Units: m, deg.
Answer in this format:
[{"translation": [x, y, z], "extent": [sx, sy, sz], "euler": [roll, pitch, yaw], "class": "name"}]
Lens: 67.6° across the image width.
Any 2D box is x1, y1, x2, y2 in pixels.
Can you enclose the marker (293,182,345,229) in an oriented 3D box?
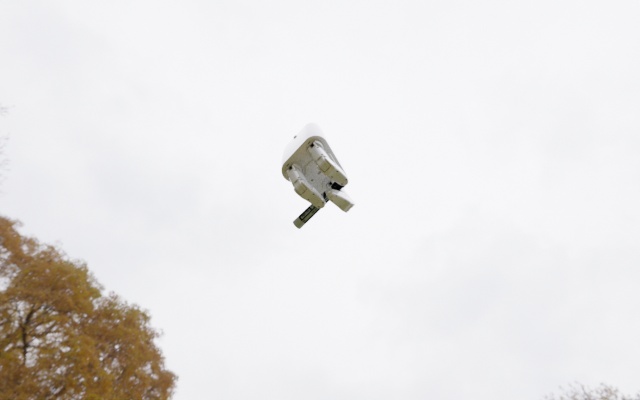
[{"translation": [0.000, 0.003, 0.813], "extent": [0.121, 0.020, 0.020], "euler": [-44, -14, 14], "class": "marker"}]
